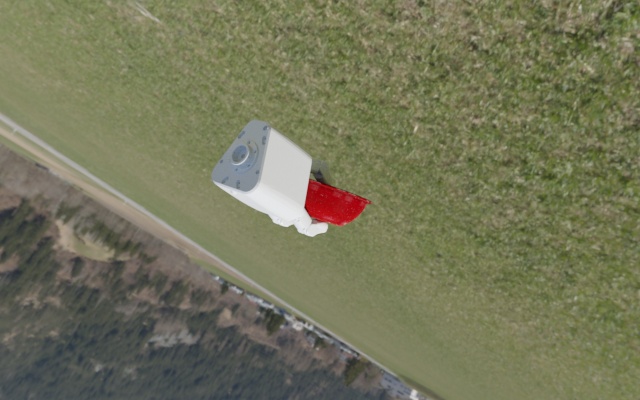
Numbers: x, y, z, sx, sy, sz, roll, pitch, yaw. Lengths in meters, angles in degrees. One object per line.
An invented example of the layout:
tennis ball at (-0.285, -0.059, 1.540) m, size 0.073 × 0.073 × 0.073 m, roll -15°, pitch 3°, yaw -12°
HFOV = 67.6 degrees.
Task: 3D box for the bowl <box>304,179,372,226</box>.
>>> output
bowl at (0.001, 0.003, 0.787) m, size 0.162 × 0.055 × 0.162 m, roll 18°, pitch -1°, yaw 0°
